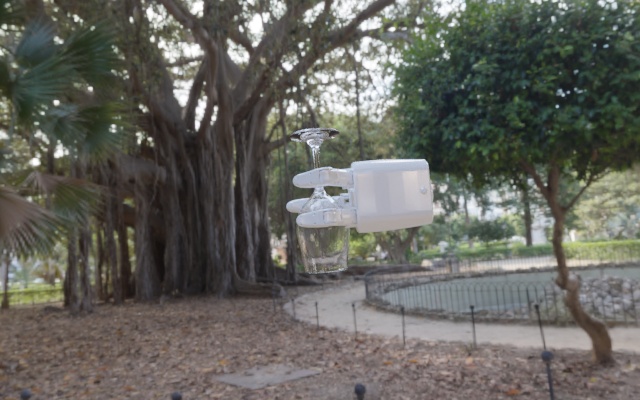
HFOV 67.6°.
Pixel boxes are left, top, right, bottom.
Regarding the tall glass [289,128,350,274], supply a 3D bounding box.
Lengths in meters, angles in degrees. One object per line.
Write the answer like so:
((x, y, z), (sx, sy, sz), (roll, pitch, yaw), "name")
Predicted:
((0.000, 0.002, 0.690), (0.079, 0.201, 0.079), (-5, -5, 0), "tall glass")
